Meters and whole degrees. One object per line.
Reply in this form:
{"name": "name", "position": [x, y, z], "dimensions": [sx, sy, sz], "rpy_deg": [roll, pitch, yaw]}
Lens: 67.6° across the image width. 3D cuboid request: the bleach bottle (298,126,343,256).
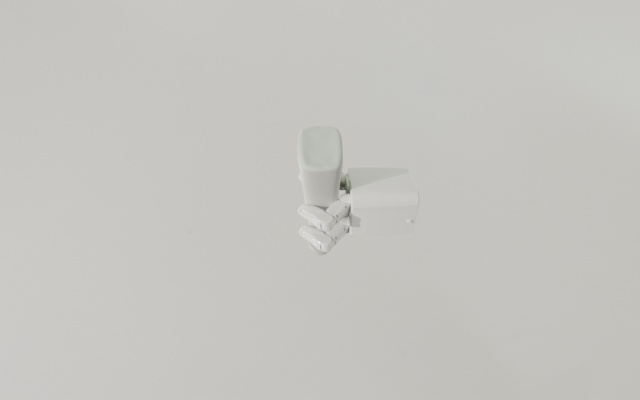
{"name": "bleach bottle", "position": [0.000, 0.003, 0.800], "dimensions": [0.068, 0.102, 0.251], "rpy_deg": [-2, -41, -1]}
